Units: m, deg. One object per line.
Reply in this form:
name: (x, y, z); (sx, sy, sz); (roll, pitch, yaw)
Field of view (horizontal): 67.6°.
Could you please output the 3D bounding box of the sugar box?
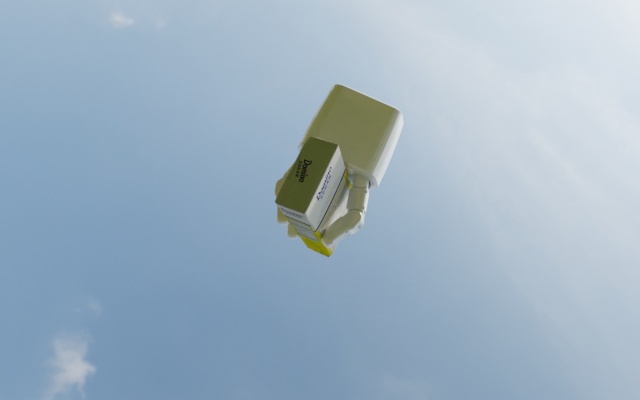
sugar box: (0.000, 0.002, 0.610); (0.048, 0.093, 0.176); (20, -18, 21)
